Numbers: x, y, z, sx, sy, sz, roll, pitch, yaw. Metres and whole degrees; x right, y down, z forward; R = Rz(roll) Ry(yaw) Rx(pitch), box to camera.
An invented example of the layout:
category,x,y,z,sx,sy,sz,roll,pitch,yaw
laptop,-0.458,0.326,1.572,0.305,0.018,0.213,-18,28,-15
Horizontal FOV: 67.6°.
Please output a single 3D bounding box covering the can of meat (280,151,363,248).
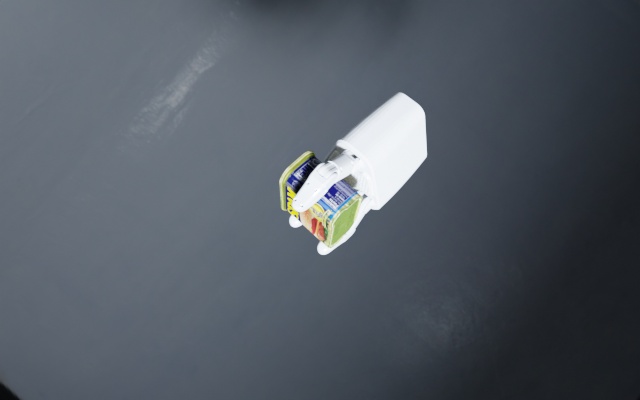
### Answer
category,x,y,z,sx,sy,sz,roll,pitch,yaw
can of meat,0.000,0.002,0.583,0.084,0.057,0.102,41,-22,16
